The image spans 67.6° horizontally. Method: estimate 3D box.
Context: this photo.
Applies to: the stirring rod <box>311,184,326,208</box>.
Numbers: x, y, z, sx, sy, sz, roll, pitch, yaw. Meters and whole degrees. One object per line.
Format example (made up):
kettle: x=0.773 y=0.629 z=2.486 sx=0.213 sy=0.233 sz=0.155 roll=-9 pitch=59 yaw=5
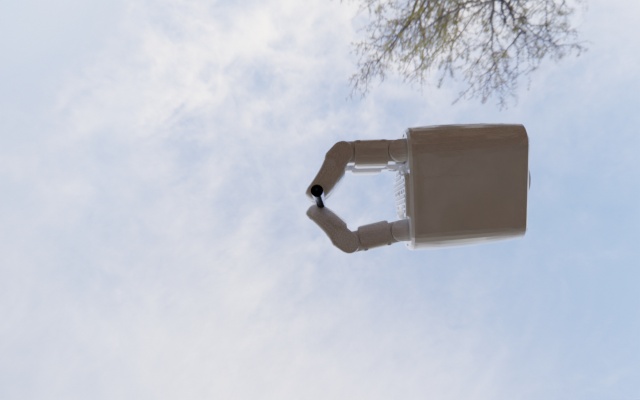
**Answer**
stirring rod: x=0.000 y=0.001 z=0.419 sx=0.011 sy=0.011 sz=0.239 roll=0 pitch=-4 yaw=1
